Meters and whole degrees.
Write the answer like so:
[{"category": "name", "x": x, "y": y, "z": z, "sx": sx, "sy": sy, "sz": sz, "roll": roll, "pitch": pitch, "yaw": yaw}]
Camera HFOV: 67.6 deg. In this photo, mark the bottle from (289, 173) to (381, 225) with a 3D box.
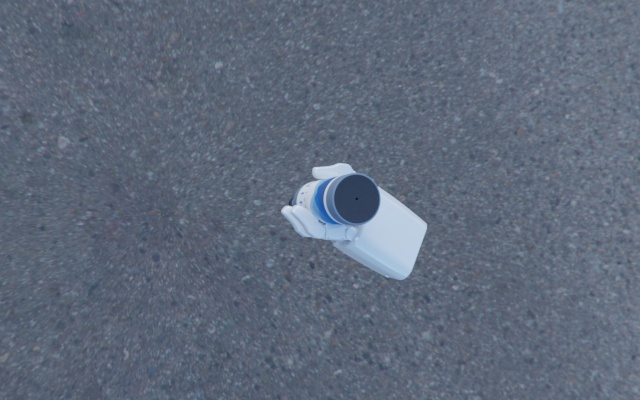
[{"category": "bottle", "x": 0.000, "y": 0.002, "z": 0.740, "sx": 0.069, "sy": 0.069, "sz": 0.296, "roll": 0, "pitch": -2, "yaw": -18}]
